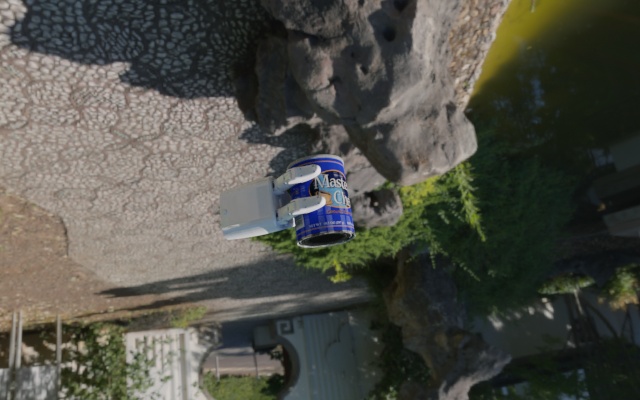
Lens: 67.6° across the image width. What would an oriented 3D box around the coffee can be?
[{"bbox_3d":[0.000,0.003,0.840,0.103,0.140,0.103,-8,-17,-2],"label":"coffee can"}]
